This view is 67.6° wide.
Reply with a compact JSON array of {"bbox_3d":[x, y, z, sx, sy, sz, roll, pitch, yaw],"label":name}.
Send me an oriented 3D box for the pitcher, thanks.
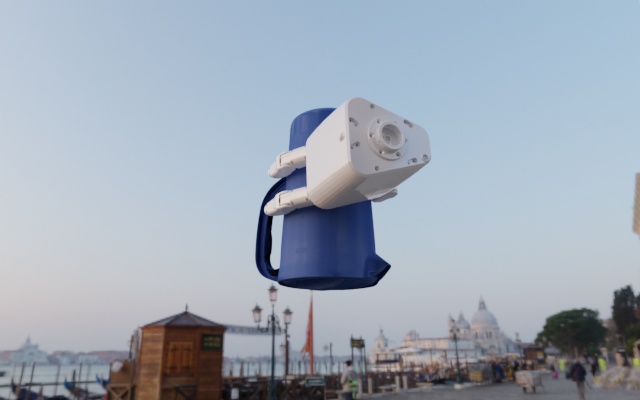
[{"bbox_3d":[0.000,0.002,0.663,0.149,0.242,0.145,7,-19,-22],"label":"pitcher"}]
